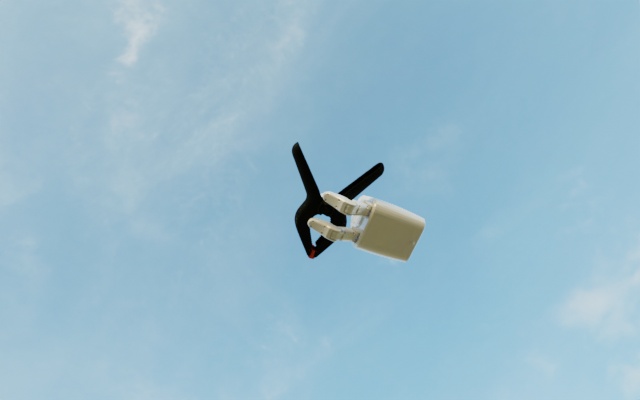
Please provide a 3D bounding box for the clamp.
[{"bbox_3d":[0.000,0.003,0.848,0.164,0.210,0.036,20,18,-11],"label":"clamp"}]
